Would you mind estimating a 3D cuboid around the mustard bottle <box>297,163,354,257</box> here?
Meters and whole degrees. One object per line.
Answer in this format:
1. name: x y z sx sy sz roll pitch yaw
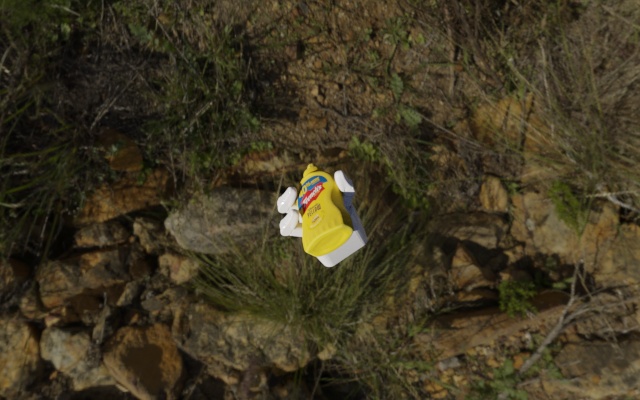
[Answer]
1. mustard bottle: 0.000 0.003 0.881 0.058 0.191 0.096 28 -55 -36
